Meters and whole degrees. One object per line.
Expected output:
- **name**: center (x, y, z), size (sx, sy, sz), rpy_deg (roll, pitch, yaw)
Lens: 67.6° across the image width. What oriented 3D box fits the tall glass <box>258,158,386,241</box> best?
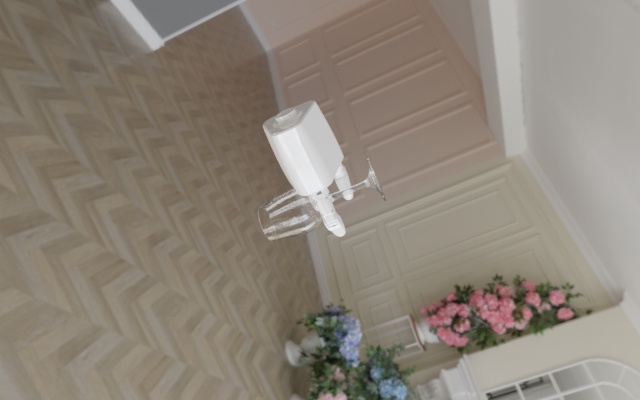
- **tall glass**: center (0.001, 0.002, 0.778), size (0.201, 0.079, 0.079), rpy_deg (-22, -4, 10)
